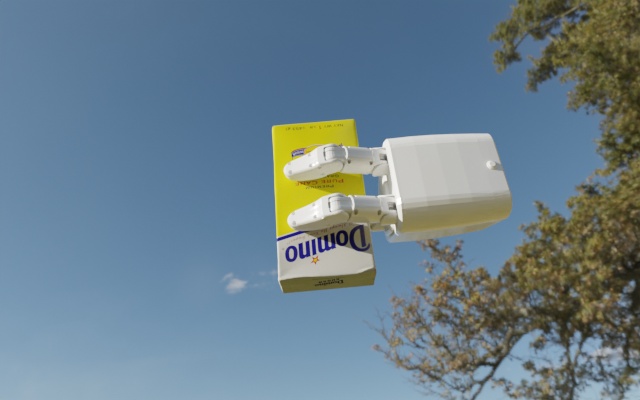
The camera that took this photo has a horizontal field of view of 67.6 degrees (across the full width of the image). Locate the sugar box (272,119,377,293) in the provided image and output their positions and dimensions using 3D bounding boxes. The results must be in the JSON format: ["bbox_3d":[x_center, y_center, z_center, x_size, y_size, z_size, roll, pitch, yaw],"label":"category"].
[{"bbox_3d":[0.000,0.001,0.490,0.093,0.176,0.048,-6,-30,0],"label":"sugar box"}]
